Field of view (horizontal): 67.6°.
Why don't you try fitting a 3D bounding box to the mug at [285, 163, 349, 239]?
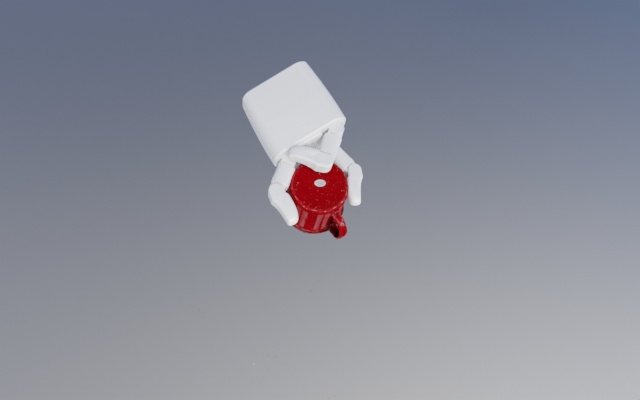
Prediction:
[{"bbox_3d":[0.001,0.003,0.675,0.093,0.117,0.081,-28,-14,-16],"label":"mug"}]
